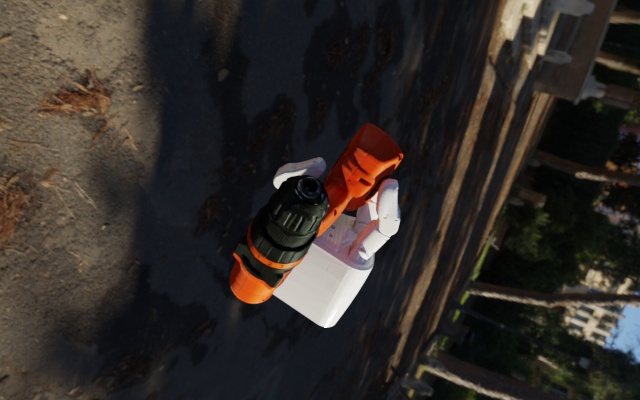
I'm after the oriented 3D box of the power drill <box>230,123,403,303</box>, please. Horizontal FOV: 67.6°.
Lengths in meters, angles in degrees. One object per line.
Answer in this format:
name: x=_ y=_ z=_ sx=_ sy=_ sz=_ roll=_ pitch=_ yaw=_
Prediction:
power drill: x=0.000 y=0.001 z=0.445 sx=0.187 sy=0.057 sz=0.184 roll=-40 pitch=-8 yaw=-38
